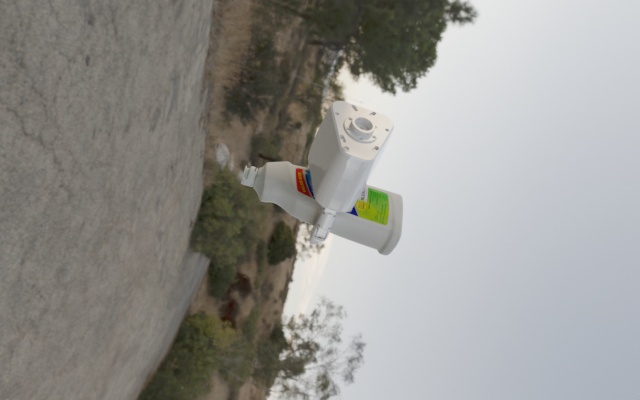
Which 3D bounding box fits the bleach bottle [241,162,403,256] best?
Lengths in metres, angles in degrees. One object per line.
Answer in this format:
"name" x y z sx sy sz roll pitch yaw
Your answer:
"bleach bottle" 0.000 0.002 0.739 0.251 0.102 0.068 17 -40 -7
